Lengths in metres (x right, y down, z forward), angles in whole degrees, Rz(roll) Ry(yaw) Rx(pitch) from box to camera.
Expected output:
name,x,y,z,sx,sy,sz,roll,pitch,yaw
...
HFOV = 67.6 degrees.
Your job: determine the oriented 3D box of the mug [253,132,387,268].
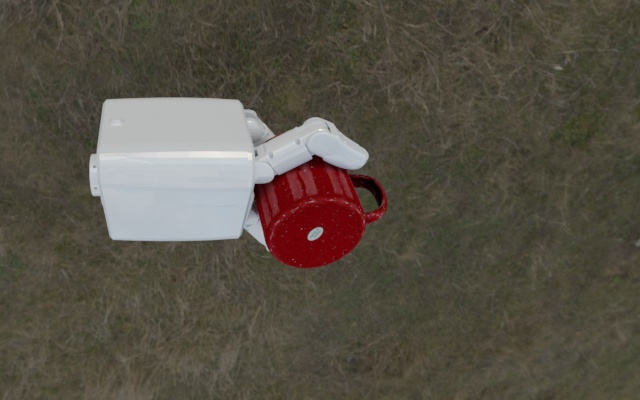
name,x,y,z,sx,sy,sz,roll,pitch,yaw
mug,0.001,0.001,0.401,0.117,0.093,0.081,-2,42,-17
